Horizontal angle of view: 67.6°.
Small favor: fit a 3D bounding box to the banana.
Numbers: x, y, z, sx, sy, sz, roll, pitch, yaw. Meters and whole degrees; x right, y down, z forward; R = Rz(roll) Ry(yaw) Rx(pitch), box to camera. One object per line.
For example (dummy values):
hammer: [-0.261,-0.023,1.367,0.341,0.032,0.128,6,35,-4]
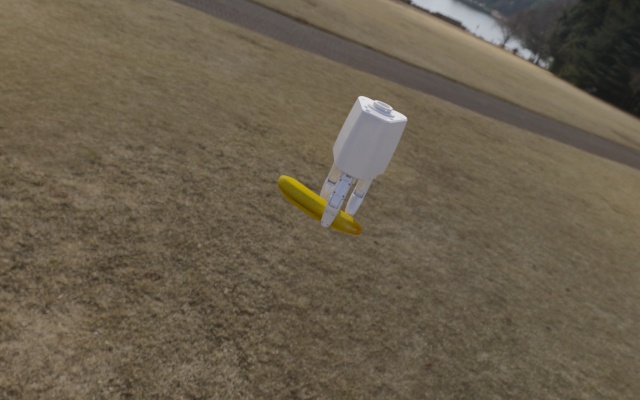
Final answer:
banana: [-0.013,0.002,0.847,0.197,0.037,0.069,36,23,28]
